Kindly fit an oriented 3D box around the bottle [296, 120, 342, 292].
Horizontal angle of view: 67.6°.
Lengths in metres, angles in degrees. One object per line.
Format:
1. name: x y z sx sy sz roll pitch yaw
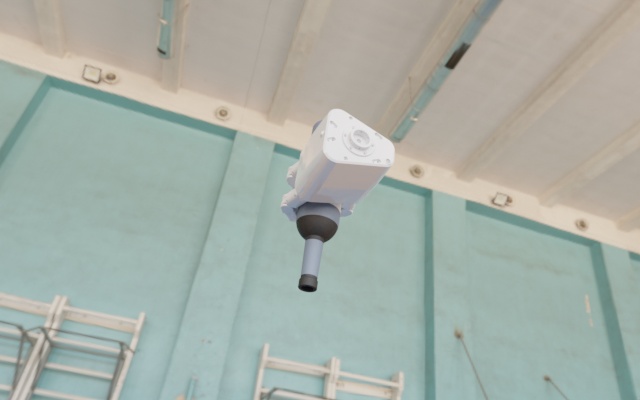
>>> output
1. bottle: 0.000 0.002 0.754 0.069 0.295 0.069 6 -33 4
